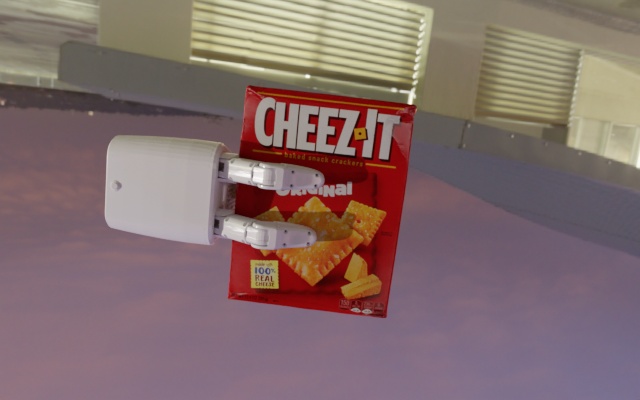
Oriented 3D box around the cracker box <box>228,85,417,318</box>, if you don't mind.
[{"bbox_3d":[0.000,0.002,0.484,0.164,0.214,0.072,7,10,4],"label":"cracker box"}]
